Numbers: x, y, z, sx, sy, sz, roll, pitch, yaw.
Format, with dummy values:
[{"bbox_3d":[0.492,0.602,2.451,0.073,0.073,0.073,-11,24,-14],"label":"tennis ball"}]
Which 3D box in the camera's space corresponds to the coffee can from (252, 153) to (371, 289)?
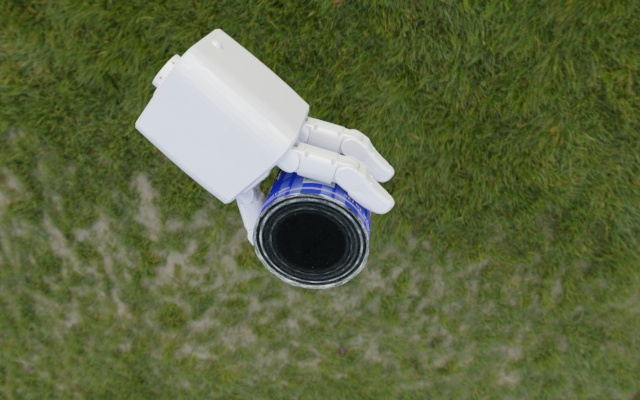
[{"bbox_3d":[0.000,0.002,0.469,0.103,0.103,0.140,0,32,8],"label":"coffee can"}]
